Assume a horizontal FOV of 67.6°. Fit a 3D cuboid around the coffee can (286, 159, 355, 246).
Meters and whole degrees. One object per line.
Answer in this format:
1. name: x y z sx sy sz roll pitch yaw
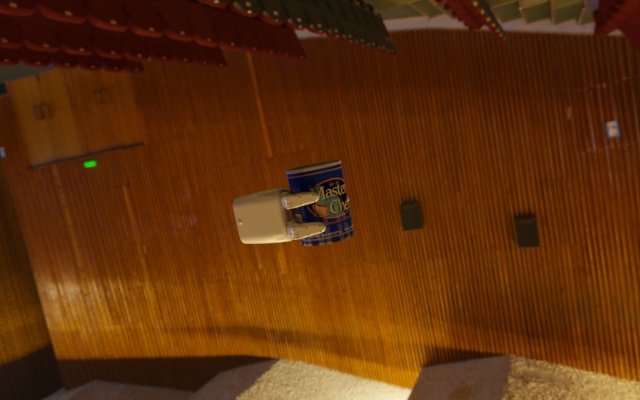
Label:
1. coffee can: 0.000 0.003 0.877 0.103 0.140 0.103 -11 7 1
